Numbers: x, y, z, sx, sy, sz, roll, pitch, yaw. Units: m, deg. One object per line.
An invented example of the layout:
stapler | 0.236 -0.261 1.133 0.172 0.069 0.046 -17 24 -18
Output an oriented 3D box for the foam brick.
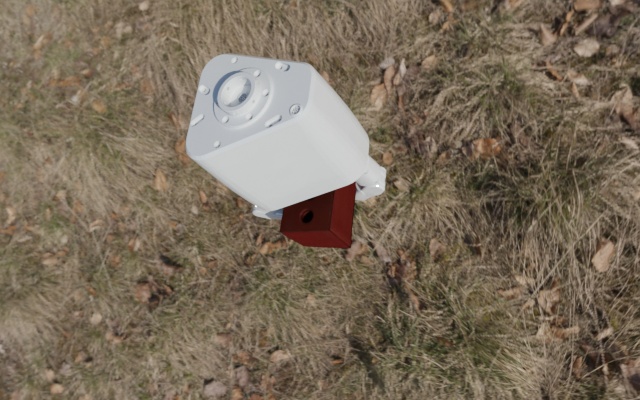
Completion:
foam brick | 0.000 0.002 0.452 0.053 0.078 0.051 -3 -21 25
